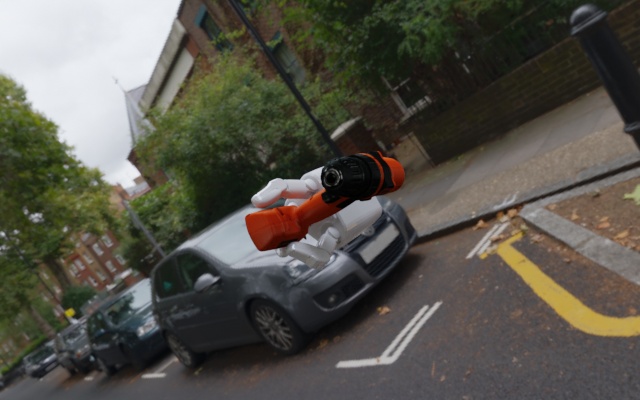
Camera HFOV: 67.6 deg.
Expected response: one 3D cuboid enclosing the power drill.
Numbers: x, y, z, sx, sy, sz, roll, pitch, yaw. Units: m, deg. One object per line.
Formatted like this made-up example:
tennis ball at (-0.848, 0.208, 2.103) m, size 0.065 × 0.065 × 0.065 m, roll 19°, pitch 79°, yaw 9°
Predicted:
power drill at (0.000, 0.002, 0.587) m, size 0.188 × 0.057 × 0.184 m, roll -27°, pitch -11°, yaw 27°
